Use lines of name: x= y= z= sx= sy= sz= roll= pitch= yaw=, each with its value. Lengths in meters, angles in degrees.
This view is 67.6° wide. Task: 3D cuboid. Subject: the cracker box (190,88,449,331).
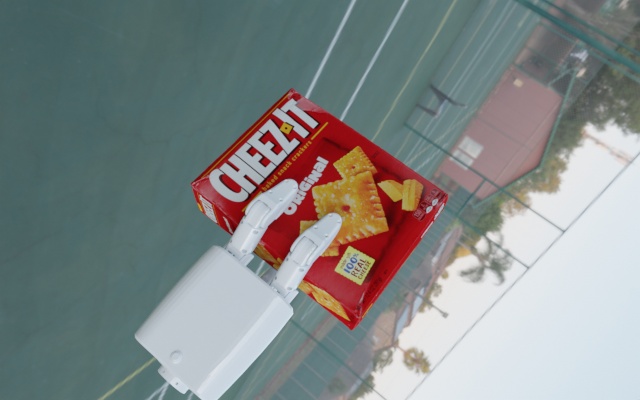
cracker box: x=0.000 y=0.002 z=0.504 sx=0.213 sy=0.164 sz=0.072 roll=37 pitch=-22 yaw=12
